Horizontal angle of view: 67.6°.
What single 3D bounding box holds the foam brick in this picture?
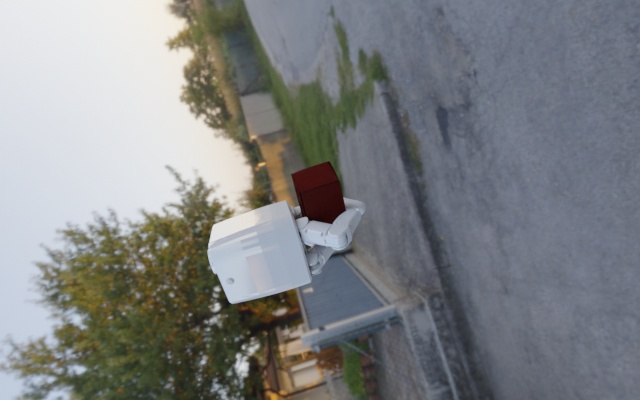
[{"bbox_3d":[0.000,0.002,0.592,0.051,0.078,0.053,-16,32,-5],"label":"foam brick"}]
